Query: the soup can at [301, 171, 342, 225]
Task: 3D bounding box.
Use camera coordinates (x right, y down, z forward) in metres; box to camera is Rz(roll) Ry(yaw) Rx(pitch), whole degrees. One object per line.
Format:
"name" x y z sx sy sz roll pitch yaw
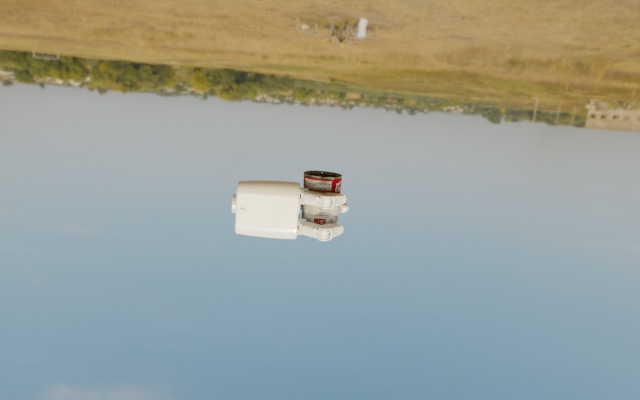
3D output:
"soup can" 0.001 0.003 0.845 0.068 0.102 0.068 5 12 -1
